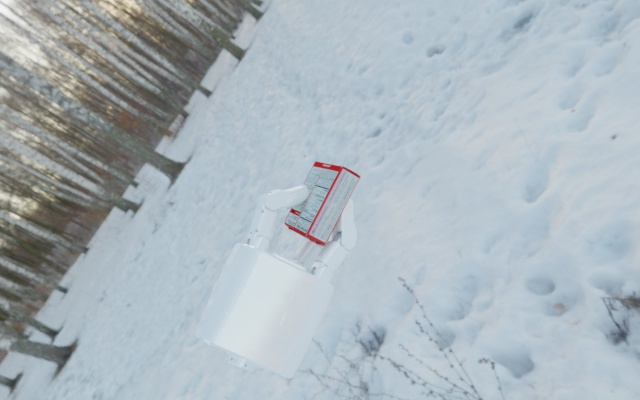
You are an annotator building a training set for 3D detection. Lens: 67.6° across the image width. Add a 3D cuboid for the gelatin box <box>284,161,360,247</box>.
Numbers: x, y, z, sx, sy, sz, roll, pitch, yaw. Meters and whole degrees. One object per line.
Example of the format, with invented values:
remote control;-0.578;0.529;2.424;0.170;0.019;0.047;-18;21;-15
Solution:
gelatin box;0.000;0.001;0.548;0.030;0.089;0.073;28;-4;-25
